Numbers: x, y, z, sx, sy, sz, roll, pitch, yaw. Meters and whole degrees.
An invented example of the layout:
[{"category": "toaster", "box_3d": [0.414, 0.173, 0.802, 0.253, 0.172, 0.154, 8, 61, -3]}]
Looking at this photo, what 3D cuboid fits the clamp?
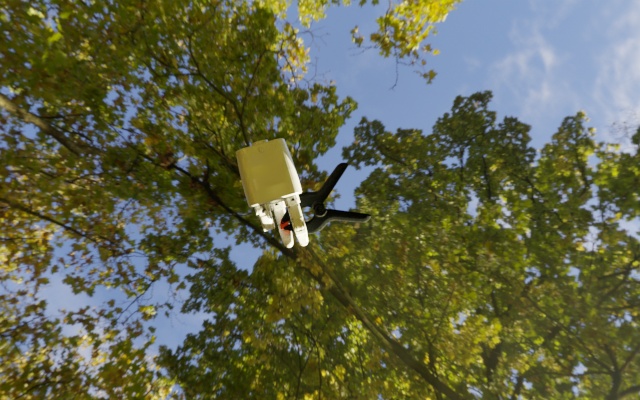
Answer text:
[{"category": "clamp", "box_3d": [0.000, 0.003, 0.899, 0.171, 0.120, 0.039, -16, 0, -4]}]
